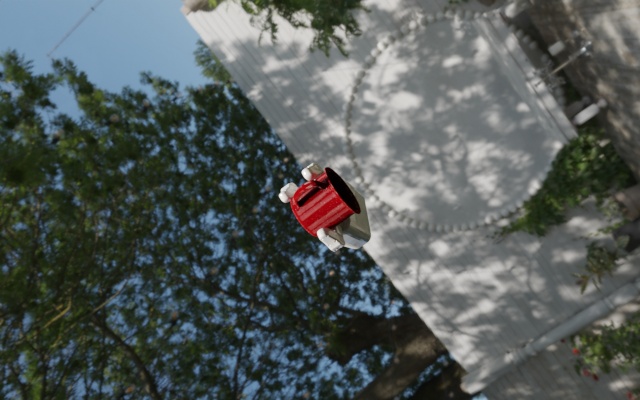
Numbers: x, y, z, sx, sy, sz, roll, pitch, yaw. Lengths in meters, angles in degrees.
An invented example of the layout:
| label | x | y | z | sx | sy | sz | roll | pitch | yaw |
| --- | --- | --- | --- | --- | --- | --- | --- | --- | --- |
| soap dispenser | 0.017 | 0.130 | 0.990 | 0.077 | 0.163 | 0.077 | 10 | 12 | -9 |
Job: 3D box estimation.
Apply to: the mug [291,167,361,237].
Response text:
| label | x | y | z | sx | sy | sz | roll | pitch | yaw |
| --- | --- | --- | --- | --- | --- | --- | --- | --- | --- |
| mug | -0.001 | 0.002 | 0.769 | 0.081 | 0.093 | 0.117 | -36 | -32 | 16 |
